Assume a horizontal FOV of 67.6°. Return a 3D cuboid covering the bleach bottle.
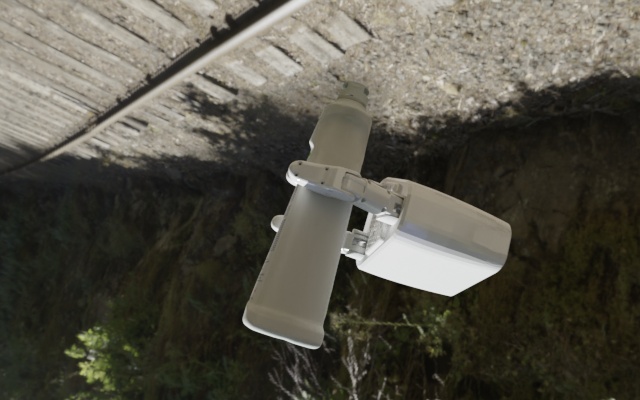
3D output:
[{"bbox_3d":[0.000,0.002,0.444,0.068,0.250,0.102,20,-14,-7],"label":"bleach bottle"}]
